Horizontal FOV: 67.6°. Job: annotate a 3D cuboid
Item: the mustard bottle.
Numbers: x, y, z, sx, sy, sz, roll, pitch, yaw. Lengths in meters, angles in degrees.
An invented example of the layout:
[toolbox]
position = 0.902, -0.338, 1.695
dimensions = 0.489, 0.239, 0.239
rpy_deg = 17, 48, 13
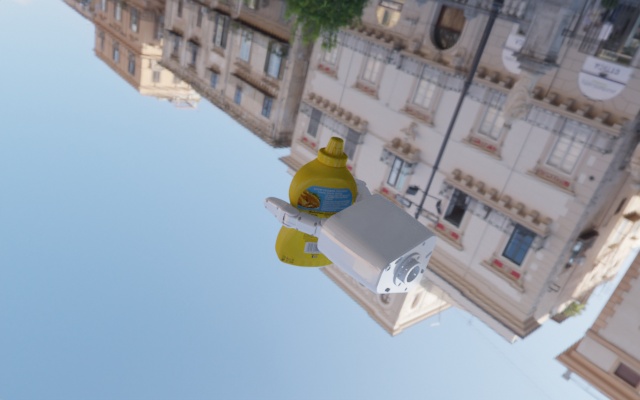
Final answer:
[mustard bottle]
position = 0.000, 0.002, 0.672
dimensions = 0.096, 0.192, 0.058
rpy_deg = 5, 28, -21
